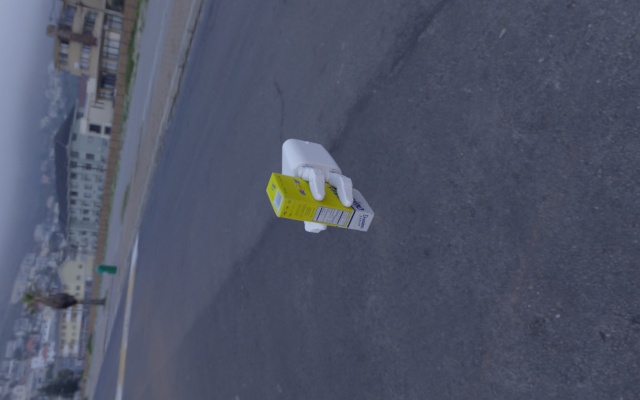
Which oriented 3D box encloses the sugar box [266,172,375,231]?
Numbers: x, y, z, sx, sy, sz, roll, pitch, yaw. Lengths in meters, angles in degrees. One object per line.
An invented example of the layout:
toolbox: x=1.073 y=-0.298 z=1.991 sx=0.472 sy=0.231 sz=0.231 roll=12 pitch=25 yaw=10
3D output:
sugar box: x=0.000 y=0.002 z=0.850 sx=0.176 sy=0.048 sz=0.093 roll=8 pitch=29 yaw=-24
